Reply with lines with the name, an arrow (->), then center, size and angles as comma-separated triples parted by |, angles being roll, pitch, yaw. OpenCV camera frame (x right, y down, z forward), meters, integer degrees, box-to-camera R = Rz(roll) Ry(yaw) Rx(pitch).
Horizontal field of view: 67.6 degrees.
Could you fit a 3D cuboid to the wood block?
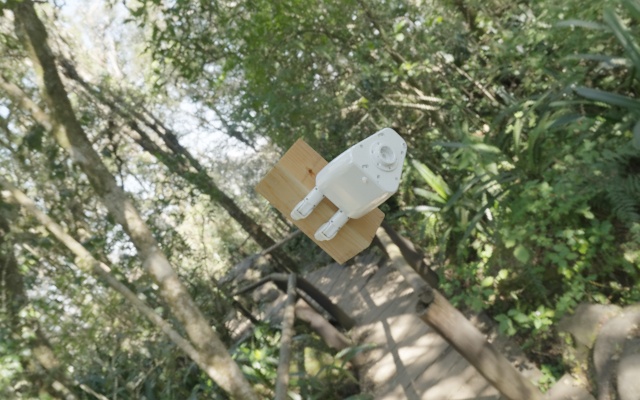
wood block -> 0.000, 0.002, 0.843 | 0.090, 0.206, 0.090 | -41, 10, 45
